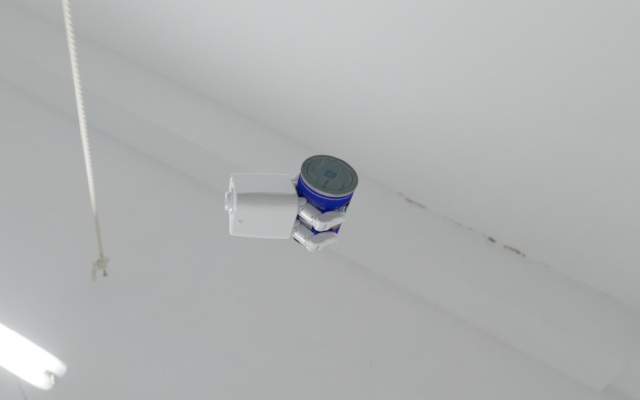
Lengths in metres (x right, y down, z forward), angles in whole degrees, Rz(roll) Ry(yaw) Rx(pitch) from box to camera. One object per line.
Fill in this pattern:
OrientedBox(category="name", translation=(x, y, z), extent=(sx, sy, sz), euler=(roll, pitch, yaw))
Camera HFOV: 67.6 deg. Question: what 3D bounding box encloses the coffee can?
OrientedBox(category="coffee can", translation=(0.000, 0.003, 0.867), extent=(0.103, 0.140, 0.102), euler=(10, 43, -9))
